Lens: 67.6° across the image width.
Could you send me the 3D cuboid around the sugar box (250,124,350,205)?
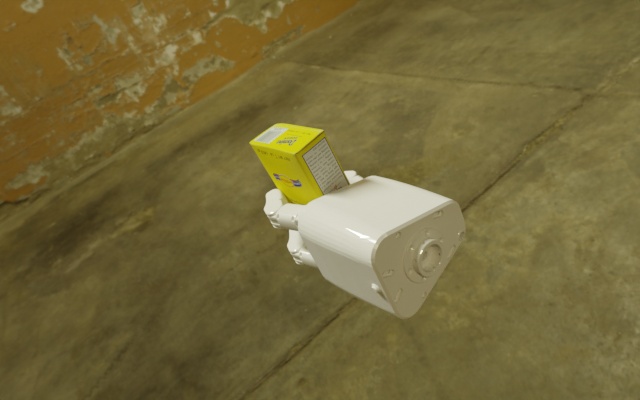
[{"bbox_3d":[0.000,0.002,0.520,0.048,0.176,0.093,-40,32,-21],"label":"sugar box"}]
